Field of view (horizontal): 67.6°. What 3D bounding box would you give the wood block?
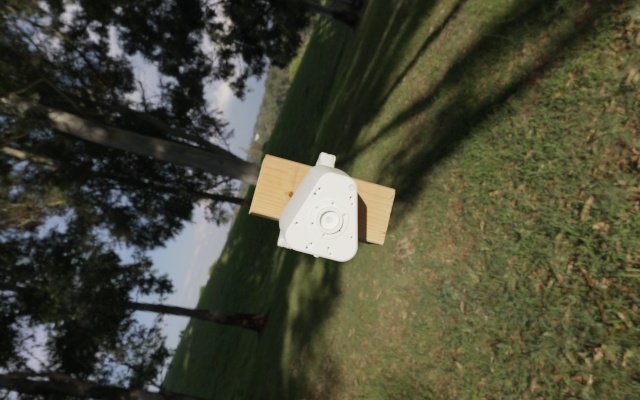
[{"bbox_3d":[0.000,0.002,0.756,0.206,0.091,0.090,15,-7,-9],"label":"wood block"}]
